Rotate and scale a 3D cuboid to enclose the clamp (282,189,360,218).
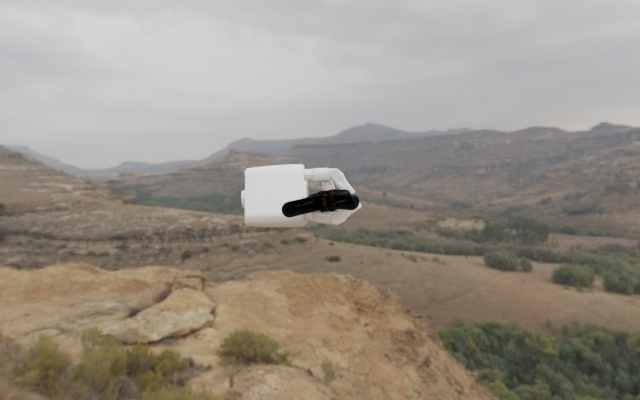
[{"bbox_3d":[0.000,0.002,0.797,0.120,0.039,0.171,-2,3,1],"label":"clamp"}]
